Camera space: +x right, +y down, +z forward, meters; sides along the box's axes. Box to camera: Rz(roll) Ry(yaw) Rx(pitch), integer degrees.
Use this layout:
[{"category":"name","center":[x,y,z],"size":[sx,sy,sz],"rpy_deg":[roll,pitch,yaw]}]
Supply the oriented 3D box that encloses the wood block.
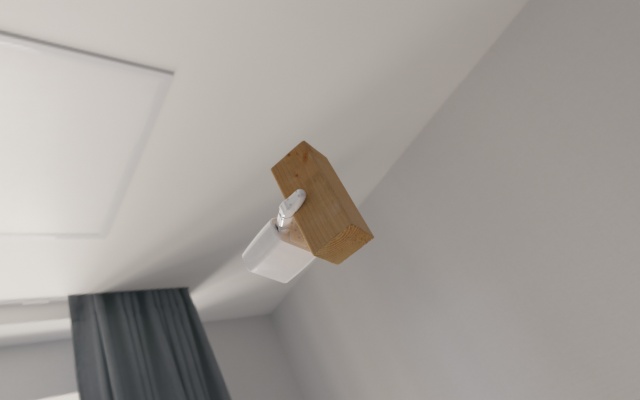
[{"category":"wood block","center":[0.000,0.003,0.876],"size":[0.090,0.206,0.091],"rpy_deg":[-39,-34,15]}]
